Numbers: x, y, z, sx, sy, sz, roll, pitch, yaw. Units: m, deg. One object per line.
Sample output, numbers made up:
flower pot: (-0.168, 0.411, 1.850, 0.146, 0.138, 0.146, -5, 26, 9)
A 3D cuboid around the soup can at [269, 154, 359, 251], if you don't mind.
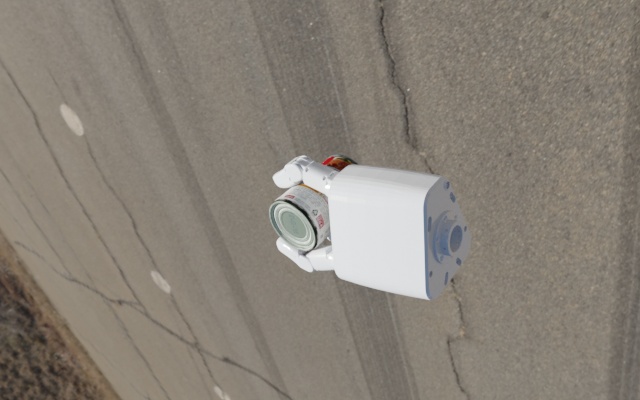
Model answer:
soup can: (-0.001, 0.002, 0.538, 0.068, 0.068, 0.102, 0, 32, 45)
